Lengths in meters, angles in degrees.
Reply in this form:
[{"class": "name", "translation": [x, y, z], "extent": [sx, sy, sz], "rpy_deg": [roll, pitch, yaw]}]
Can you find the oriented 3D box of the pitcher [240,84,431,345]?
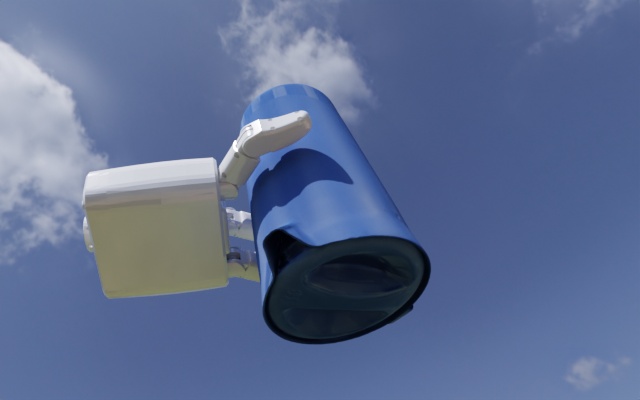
[{"class": "pitcher", "translation": [0.000, 0.001, 0.449], "extent": [0.145, 0.149, 0.242], "rpy_deg": [-7, 44, -13]}]
